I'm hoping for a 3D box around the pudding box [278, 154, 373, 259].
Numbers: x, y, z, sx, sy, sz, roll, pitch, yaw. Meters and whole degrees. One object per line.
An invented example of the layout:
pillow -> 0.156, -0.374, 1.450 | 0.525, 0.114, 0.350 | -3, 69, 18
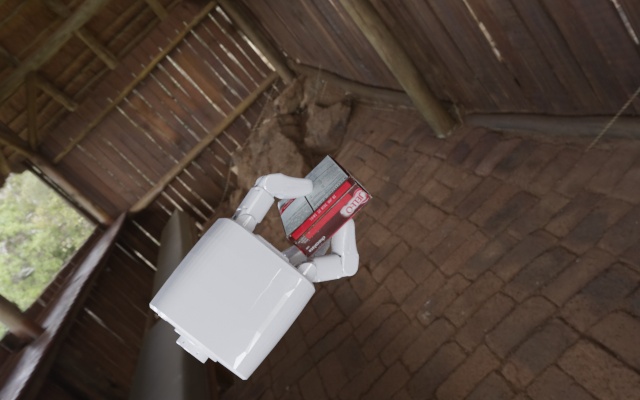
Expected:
pudding box -> 0.000, 0.002, 0.517 | 0.039, 0.090, 0.113 | 45, 5, -21
